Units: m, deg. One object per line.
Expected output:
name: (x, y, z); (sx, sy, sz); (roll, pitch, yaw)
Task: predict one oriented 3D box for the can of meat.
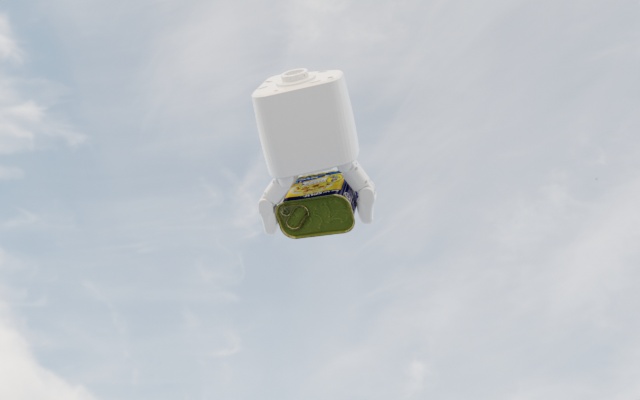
can of meat: (0.000, 0.002, 0.645); (0.102, 0.057, 0.084); (-8, 28, 17)
